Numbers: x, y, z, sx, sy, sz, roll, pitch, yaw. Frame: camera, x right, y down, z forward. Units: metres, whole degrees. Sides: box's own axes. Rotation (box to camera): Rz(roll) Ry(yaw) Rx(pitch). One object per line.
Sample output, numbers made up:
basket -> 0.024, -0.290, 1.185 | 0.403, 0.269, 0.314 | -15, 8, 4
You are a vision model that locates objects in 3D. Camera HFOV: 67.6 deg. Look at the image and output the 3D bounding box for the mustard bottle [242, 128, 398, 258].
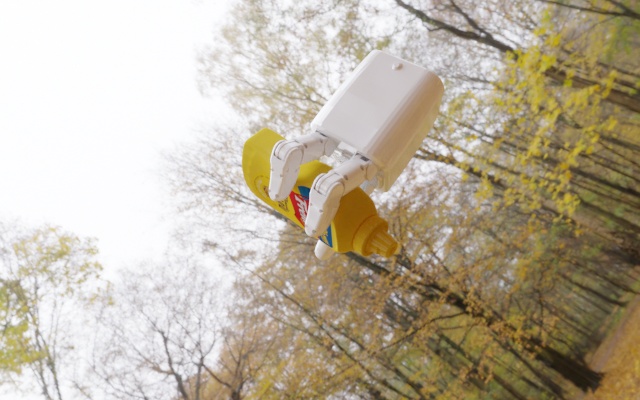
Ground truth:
mustard bottle -> 0.000, 0.002, 0.499 | 0.191, 0.096, 0.058 | 33, 57, 31
